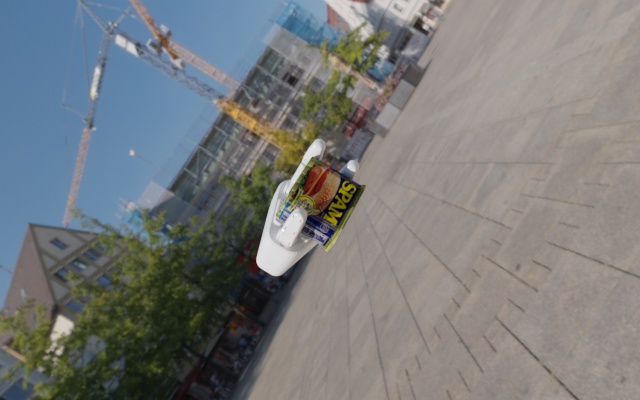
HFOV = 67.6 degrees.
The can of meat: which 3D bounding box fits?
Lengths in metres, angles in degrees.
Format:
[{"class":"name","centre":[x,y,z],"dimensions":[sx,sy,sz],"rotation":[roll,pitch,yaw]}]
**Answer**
[{"class":"can of meat","centre":[0.000,0.002,0.637],"dimensions":[0.084,0.102,0.057],"rotation":[31,-30,-1]}]
